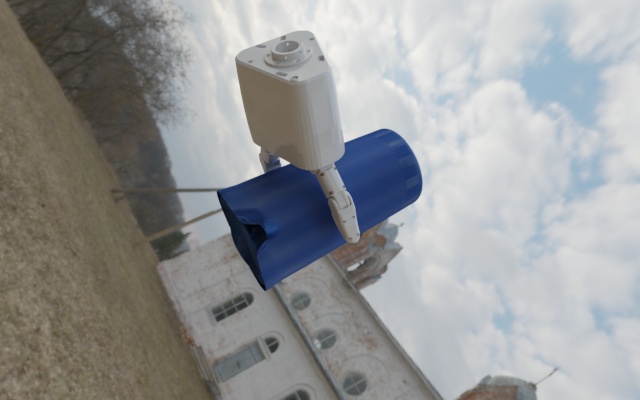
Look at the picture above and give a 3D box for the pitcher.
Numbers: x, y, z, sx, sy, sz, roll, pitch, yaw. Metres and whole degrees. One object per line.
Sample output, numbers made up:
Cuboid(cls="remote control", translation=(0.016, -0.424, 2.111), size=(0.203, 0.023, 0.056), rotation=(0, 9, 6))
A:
Cuboid(cls="pitcher", translation=(0.000, 0.002, 0.613), size=(0.243, 0.145, 0.149), rotation=(-25, 44, -16))
